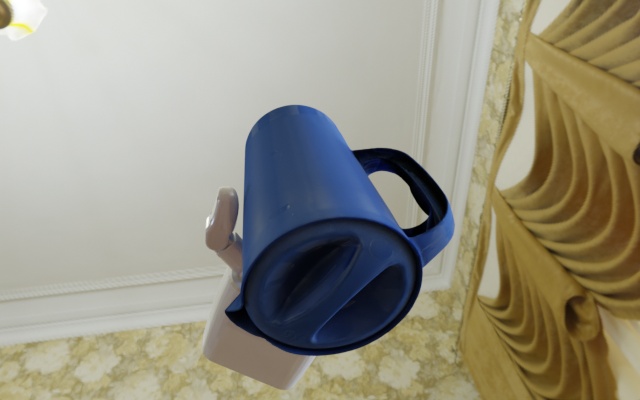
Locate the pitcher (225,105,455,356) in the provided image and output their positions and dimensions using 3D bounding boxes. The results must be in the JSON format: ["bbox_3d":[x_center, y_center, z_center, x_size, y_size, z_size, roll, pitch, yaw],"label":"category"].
[{"bbox_3d":[0.000,0.002,0.434,0.149,0.145,0.242,14,29,-20],"label":"pitcher"}]
